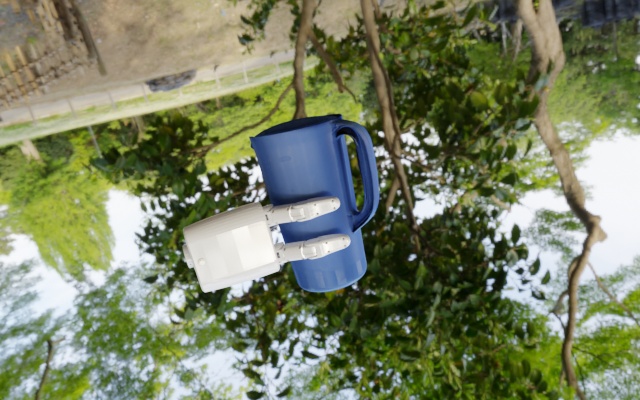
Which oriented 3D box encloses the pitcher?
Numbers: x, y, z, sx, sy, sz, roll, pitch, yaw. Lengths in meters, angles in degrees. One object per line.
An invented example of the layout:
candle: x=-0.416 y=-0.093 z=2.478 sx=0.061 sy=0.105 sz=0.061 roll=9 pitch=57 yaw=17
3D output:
pitcher: x=0.000 y=0.002 z=0.683 sx=0.145 sy=0.243 sz=0.149 roll=-17 pitch=14 yaw=-12
